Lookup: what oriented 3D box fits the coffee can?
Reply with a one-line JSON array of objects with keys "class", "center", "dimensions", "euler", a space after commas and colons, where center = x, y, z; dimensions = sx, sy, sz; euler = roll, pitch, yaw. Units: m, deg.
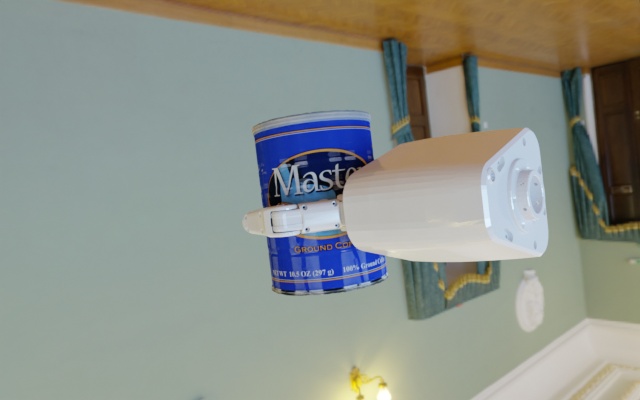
[{"class": "coffee can", "center": [0.000, 0.001, 0.415], "dimensions": [0.103, 0.140, 0.103], "euler": [-7, 1, 0]}]
